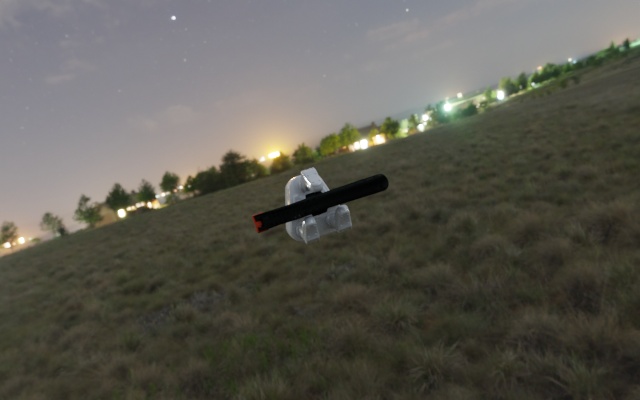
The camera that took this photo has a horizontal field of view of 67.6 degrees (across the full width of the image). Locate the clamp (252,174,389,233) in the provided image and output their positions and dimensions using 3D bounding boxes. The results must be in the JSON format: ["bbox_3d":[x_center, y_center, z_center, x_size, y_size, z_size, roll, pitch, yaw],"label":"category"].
[{"bbox_3d":[-0.001,0.002,0.730,0.210,0.036,0.164,-19,0,-10],"label":"clamp"}]
